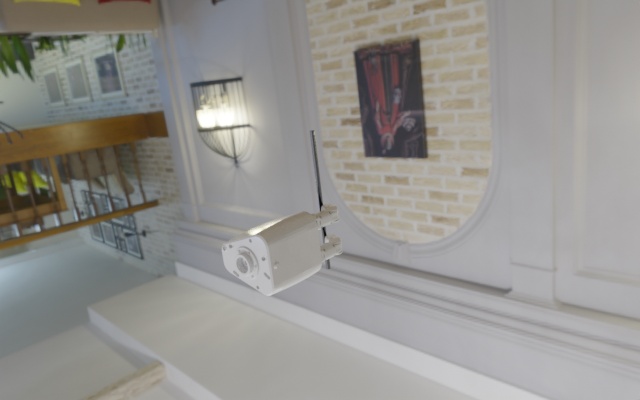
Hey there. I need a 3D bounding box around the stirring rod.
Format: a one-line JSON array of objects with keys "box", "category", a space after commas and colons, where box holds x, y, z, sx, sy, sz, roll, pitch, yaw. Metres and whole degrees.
[{"box": [0.000, 0.003, 0.804, 0.011, 0.239, 0.011, -6, 14, 2], "category": "stirring rod"}]
